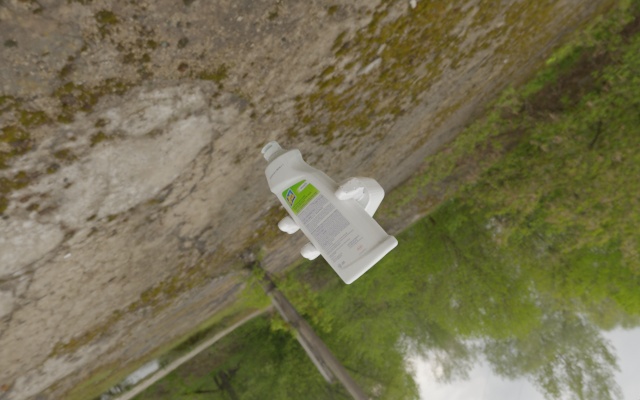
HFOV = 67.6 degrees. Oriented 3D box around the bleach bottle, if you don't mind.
[{"bbox_3d":[0.000,0.003,0.743,0.102,0.251,0.068,-43,-12,19],"label":"bleach bottle"}]
